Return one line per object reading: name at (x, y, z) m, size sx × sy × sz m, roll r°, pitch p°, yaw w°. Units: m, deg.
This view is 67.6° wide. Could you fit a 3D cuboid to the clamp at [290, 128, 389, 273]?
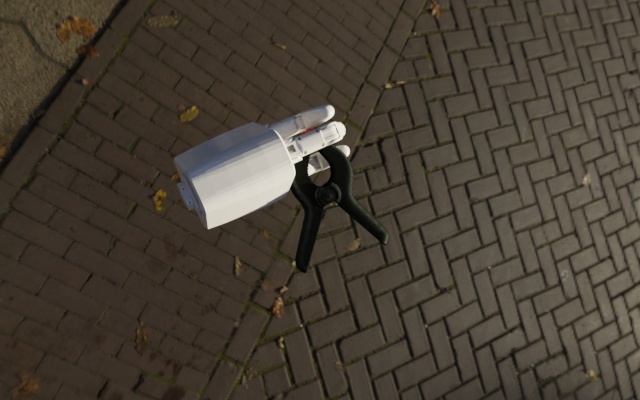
clamp at (0.000, 0.002, 0.577) m, size 0.120 × 0.171 × 0.039 m, roll -27°, pitch 7°, yaw -14°
